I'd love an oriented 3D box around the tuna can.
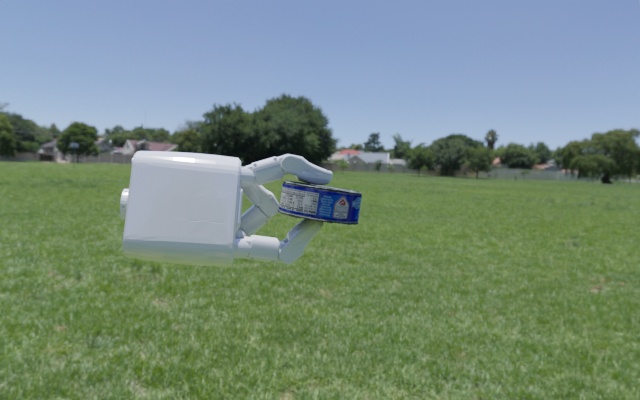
[{"bbox_3d":[0.000,0.001,0.502,0.086,0.034,0.086,9,3,0],"label":"tuna can"}]
